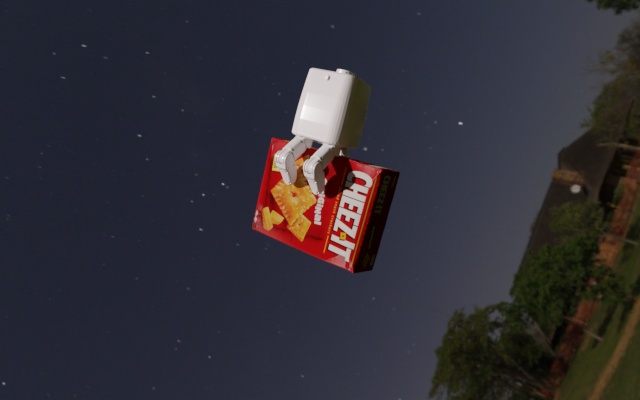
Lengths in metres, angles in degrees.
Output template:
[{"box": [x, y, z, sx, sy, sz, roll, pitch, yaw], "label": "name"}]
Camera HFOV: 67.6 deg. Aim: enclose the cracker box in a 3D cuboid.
[{"box": [0.000, 0.002, 0.772, 0.213, 0.164, 0.072, 20, 11, 32], "label": "cracker box"}]
